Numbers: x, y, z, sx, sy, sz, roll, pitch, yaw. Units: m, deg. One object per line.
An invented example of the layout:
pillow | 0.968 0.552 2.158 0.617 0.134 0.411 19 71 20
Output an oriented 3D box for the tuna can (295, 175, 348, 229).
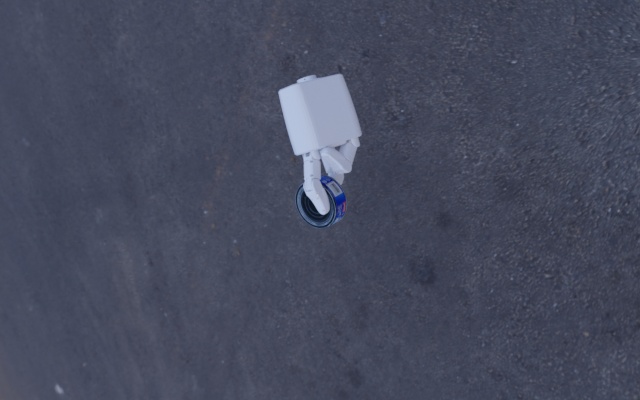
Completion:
tuna can | 0.000 0.003 0.793 0.086 0.086 0.033 0 19 38
